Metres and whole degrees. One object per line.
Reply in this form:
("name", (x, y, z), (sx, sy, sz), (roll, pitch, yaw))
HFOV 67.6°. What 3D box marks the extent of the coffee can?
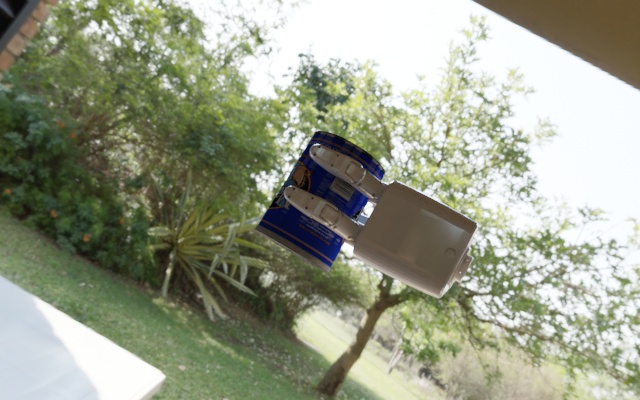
("coffee can", (0.000, 0.002, 0.581), (0.103, 0.140, 0.103), (30, -9, 5))
